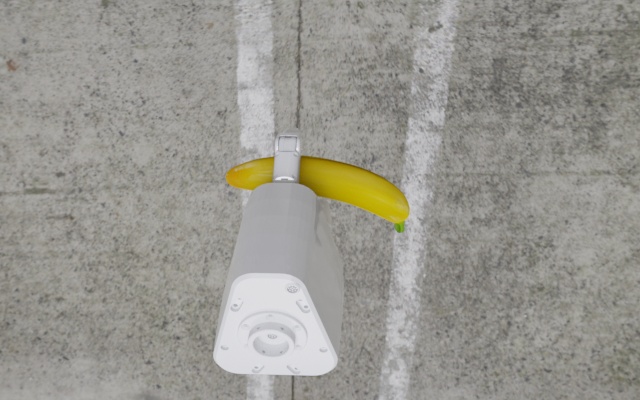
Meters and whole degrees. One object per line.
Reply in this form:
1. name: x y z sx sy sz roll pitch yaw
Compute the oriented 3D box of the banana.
1. banana: 0.011 -0.010 0.461 0.198 0.037 0.070 18 -49 -15
